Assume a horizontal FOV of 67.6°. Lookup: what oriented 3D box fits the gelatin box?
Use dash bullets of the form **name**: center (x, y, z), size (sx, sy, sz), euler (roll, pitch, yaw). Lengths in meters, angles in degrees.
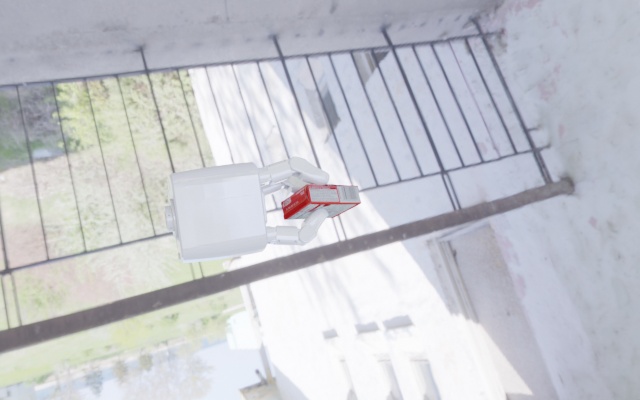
- **gelatin box**: center (0.000, 0.003, 0.671), size (0.089, 0.030, 0.073), euler (0, -19, -33)
